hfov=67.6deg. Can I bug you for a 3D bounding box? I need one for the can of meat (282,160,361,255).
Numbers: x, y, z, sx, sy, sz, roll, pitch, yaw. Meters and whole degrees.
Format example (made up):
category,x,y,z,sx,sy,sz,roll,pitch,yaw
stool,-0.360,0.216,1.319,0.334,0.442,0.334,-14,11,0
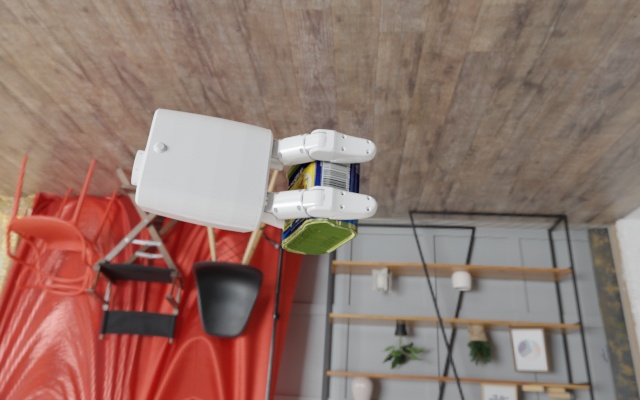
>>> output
category,x,y,z,sx,sy,sz,roll,pitch,yaw
can of meat,0.000,0.002,0.475,0.057,0.084,0.102,13,-25,-19
